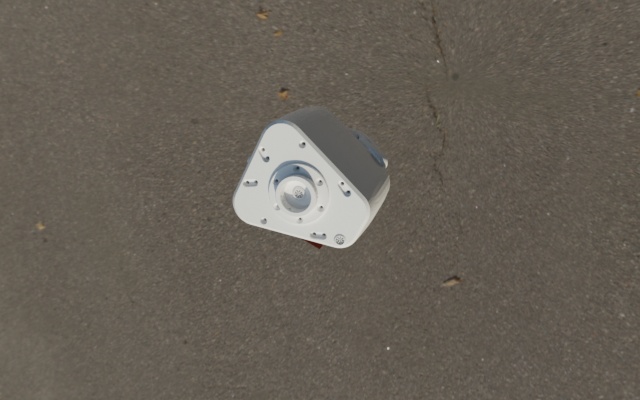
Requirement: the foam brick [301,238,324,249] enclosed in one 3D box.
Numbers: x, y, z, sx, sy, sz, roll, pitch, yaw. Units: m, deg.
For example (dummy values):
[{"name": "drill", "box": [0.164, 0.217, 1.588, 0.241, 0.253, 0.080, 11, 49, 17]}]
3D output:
[{"name": "foam brick", "box": [0.000, 0.002, 0.507, 0.053, 0.078, 0.051, 30, 20, 4]}]
